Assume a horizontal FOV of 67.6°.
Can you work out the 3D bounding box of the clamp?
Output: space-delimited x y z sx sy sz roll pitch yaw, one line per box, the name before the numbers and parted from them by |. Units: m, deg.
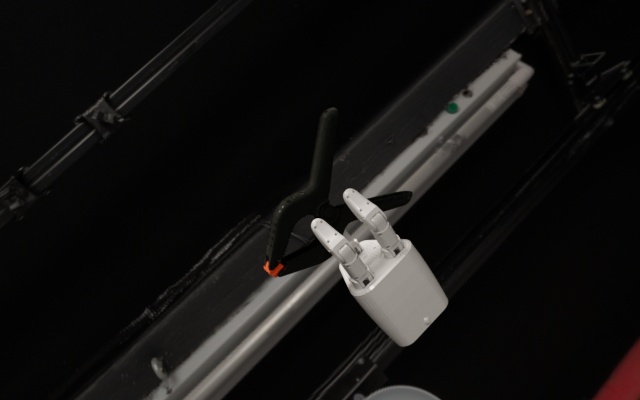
clamp | 0.000 0.002 0.590 0.210 0.164 0.036 -42 18 -12
